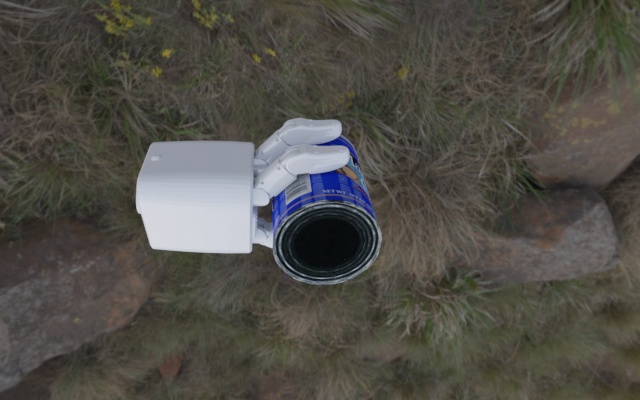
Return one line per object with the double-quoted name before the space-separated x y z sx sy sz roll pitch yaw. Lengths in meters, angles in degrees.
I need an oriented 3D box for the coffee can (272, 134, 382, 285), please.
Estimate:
"coffee can" 0.000 0.002 0.498 0.103 0.103 0.140 0 36 -7
